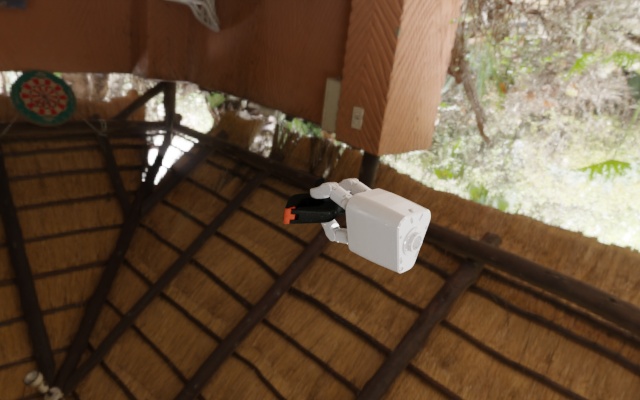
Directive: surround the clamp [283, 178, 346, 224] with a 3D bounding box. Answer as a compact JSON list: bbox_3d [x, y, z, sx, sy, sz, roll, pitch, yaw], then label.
[{"bbox_3d":[0.000,0.004,0.881,0.164,0.036,0.210,25,26,39],"label":"clamp"}]
